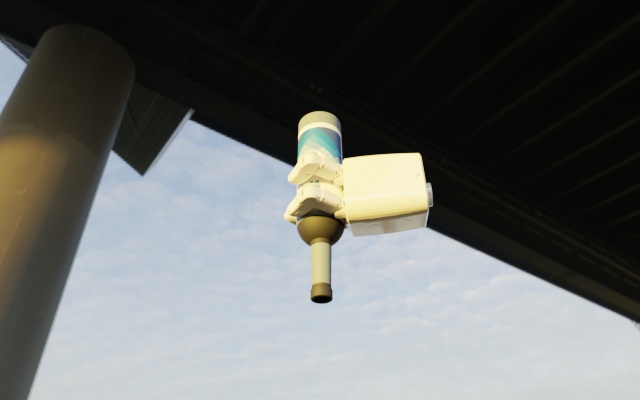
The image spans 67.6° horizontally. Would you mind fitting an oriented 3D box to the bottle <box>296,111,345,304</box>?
[{"bbox_3d":[0.000,0.002,0.670,0.069,0.295,0.069,0,-36,0],"label":"bottle"}]
